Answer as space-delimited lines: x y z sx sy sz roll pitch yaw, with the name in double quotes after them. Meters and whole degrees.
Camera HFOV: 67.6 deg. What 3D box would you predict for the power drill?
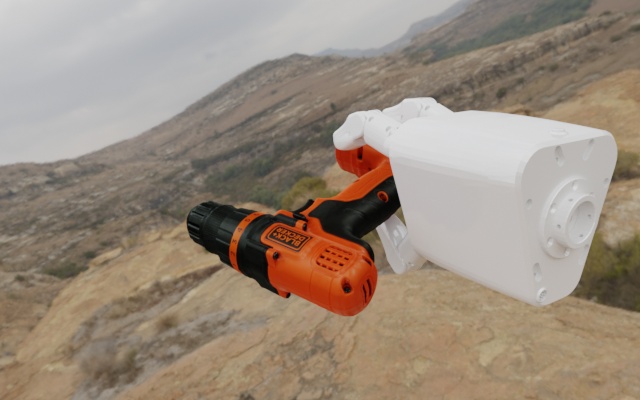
0.001 0.001 0.414 0.184 0.057 0.187 20 49 33 "power drill"
